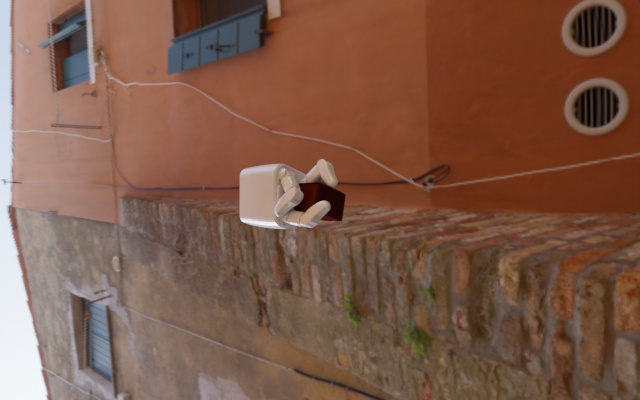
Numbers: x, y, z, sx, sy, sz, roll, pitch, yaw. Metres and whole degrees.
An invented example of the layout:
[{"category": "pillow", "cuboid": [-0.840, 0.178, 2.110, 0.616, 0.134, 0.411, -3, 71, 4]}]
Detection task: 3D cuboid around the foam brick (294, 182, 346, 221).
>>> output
[{"category": "foam brick", "cuboid": [0.000, 0.003, 0.865, 0.051, 0.053, 0.078, -2, -18, 42]}]
